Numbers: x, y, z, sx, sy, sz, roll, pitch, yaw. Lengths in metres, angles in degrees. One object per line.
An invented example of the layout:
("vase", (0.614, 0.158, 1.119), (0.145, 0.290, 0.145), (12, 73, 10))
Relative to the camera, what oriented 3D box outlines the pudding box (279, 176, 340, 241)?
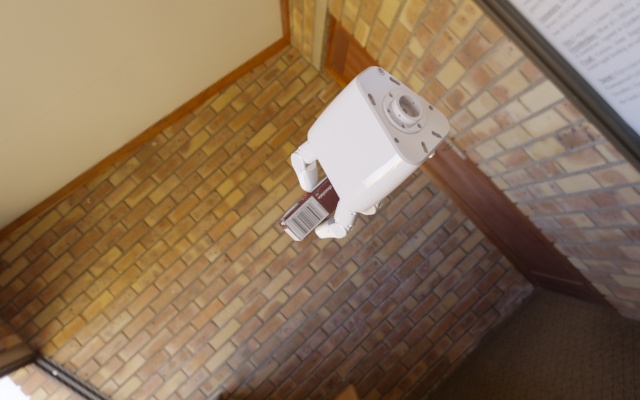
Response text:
("pudding box", (0.000, 0.002, 0.610), (0.113, 0.039, 0.090), (-42, 1, -9))
